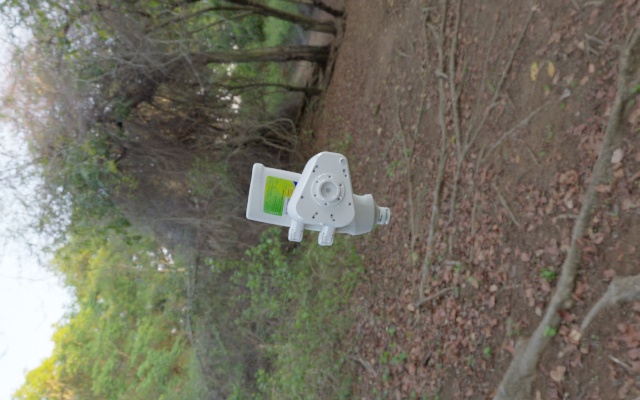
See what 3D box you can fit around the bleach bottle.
[{"bbox_3d":[0.000,0.003,0.849,0.251,0.102,0.068,8,-1,-7],"label":"bleach bottle"}]
